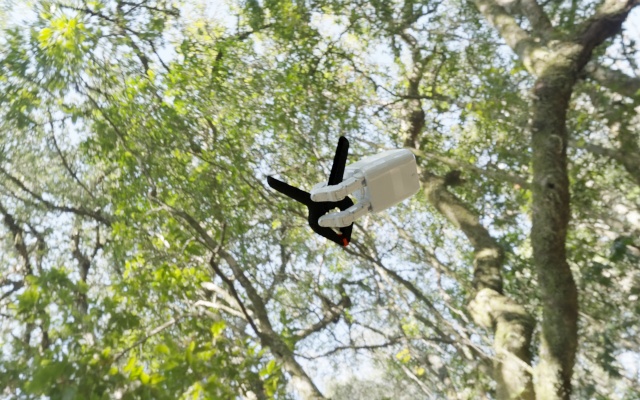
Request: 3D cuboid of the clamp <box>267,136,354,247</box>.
[{"bbox_3d":[0.000,0.003,0.887,0.164,0.210,0.036,-23,27,-12],"label":"clamp"}]
